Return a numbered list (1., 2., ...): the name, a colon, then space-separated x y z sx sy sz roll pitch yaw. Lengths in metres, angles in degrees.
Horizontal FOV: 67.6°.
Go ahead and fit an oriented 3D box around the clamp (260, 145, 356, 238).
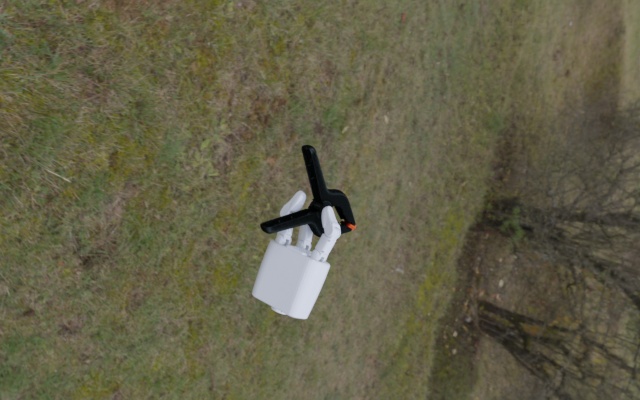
1. clamp: 0.001 0.003 0.862 0.210 0.164 0.036 22 2 -46
